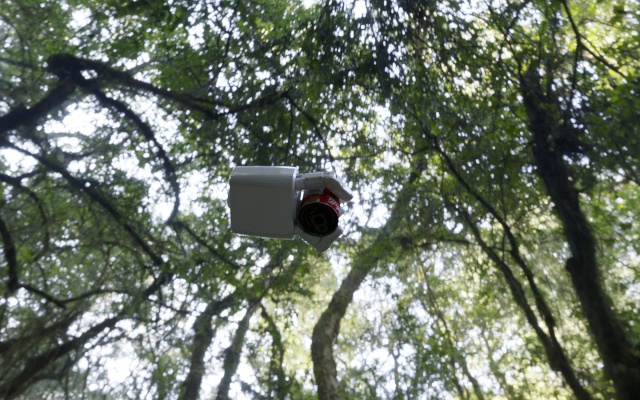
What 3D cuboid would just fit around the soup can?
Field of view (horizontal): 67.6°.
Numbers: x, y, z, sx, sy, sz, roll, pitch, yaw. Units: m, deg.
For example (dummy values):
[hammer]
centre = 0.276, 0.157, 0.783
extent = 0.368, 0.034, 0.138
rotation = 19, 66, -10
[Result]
[soup can]
centre = 0.001, 0.002, 0.792
extent = 0.068, 0.068, 0.102
rotation = 0, 34, 6
